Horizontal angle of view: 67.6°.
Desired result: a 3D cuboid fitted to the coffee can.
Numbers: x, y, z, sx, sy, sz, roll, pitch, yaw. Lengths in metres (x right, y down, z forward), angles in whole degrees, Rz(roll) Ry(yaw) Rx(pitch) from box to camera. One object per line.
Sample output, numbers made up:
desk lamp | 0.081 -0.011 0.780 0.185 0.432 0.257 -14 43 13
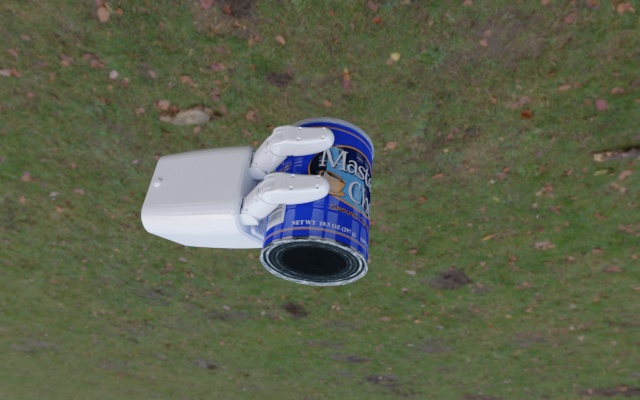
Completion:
coffee can | 0.000 0.001 0.485 0.103 0.140 0.103 5 -32 3
